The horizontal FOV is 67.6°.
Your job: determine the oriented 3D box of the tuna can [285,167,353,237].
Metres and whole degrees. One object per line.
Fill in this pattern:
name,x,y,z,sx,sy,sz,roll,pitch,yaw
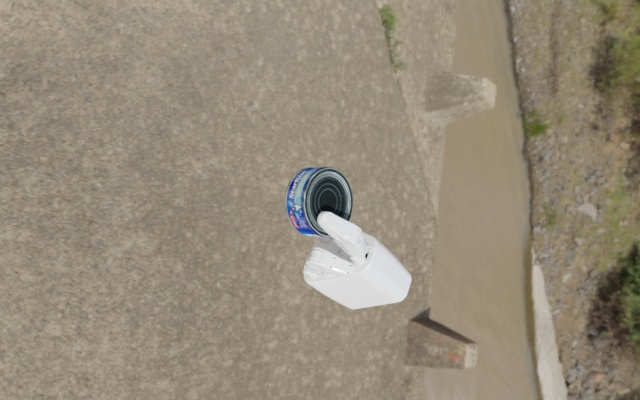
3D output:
tuna can,0.000,0.002,0.579,0.086,0.086,0.034,0,1,-43
